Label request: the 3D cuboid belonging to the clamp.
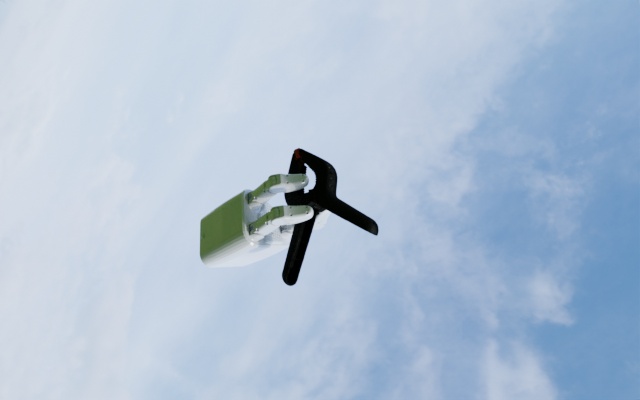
[{"bbox_3d":[0.000,0.002,0.698,0.164,0.209,0.036,-27,-36,28],"label":"clamp"}]
